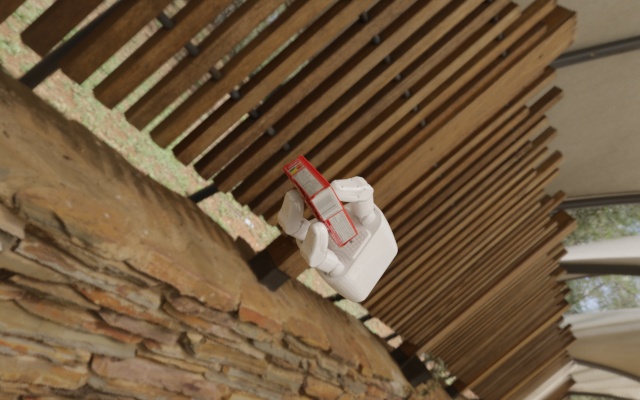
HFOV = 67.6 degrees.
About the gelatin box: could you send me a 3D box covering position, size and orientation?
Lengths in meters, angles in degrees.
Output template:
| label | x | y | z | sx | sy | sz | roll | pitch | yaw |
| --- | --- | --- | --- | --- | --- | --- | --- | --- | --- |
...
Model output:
| label | x | y | z | sx | sy | sz | roll | pitch | yaw |
| --- | --- | --- | --- | --- | --- | --- | --- | --- | --- |
| gelatin box | 0.000 | 0.001 | 0.539 | 0.030 | 0.089 | 0.073 | -36 | 43 | -5 |
